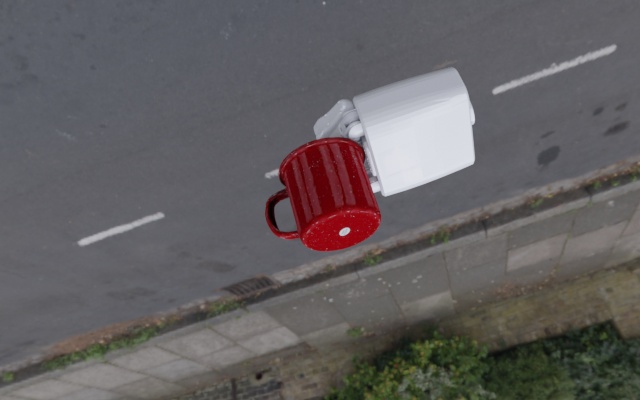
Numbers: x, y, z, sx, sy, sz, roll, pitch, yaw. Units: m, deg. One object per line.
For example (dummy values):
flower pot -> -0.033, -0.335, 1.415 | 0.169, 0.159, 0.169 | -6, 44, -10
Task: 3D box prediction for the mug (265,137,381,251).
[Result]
mug -> -0.001, 0.002, 0.477 | 0.117, 0.081, 0.093 | -19, -31, 6
